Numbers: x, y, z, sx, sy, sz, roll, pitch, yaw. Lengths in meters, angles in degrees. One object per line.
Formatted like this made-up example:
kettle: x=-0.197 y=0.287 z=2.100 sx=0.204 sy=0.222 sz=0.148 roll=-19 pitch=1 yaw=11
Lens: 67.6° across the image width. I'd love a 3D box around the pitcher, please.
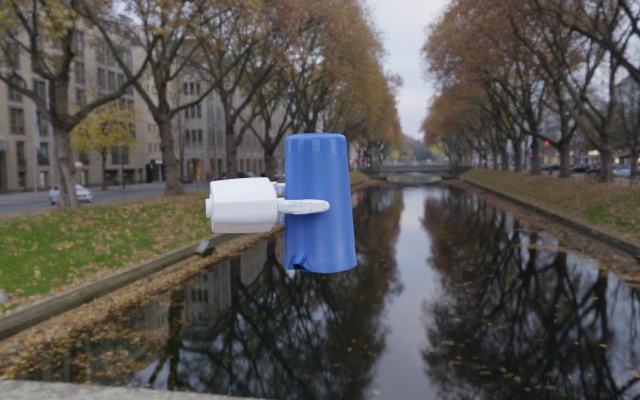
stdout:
pitcher: x=0.000 y=0.003 z=0.868 sx=0.145 sy=0.243 sz=0.149 roll=-3 pitch=5 yaw=-15
